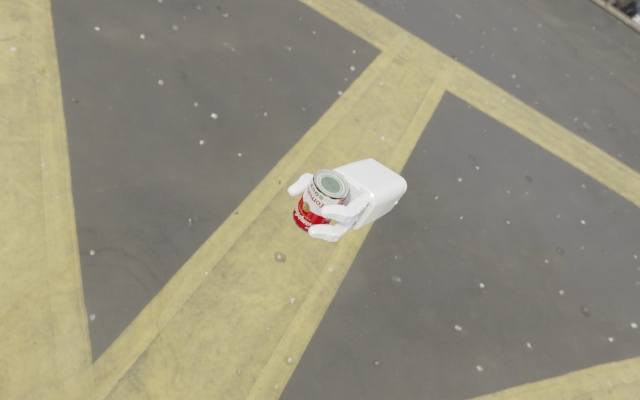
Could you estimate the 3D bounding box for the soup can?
[{"bbox_3d":[0.000,0.003,0.832,0.068,0.068,0.102,0,-39,-29],"label":"soup can"}]
